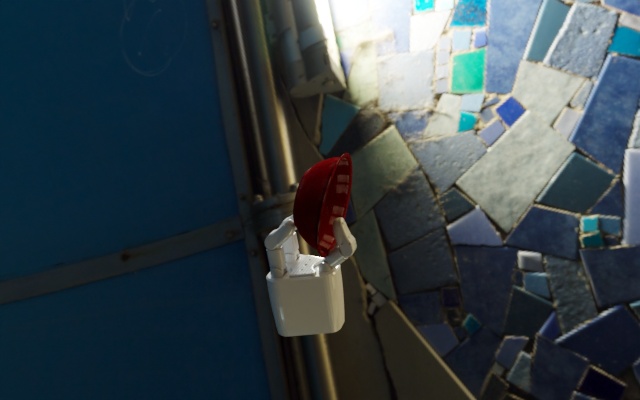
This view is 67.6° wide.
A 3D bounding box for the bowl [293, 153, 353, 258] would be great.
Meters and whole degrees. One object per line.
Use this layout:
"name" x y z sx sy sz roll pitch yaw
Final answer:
"bowl" 0.000 0.001 0.724 0.055 0.162 0.162 14 3 15
